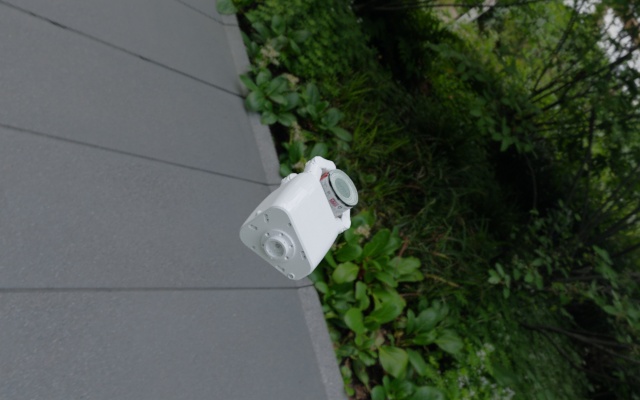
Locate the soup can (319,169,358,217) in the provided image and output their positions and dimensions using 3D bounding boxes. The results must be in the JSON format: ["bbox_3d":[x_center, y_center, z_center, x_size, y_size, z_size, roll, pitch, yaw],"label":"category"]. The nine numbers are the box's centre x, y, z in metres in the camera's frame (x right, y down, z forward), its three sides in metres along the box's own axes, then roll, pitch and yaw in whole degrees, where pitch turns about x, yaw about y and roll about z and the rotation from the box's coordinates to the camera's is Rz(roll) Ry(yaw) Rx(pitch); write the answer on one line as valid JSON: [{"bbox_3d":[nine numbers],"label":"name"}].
[{"bbox_3d":[0.001,0.002,0.762,0.102,0.068,0.068,-33,-18,31],"label":"soup can"}]
